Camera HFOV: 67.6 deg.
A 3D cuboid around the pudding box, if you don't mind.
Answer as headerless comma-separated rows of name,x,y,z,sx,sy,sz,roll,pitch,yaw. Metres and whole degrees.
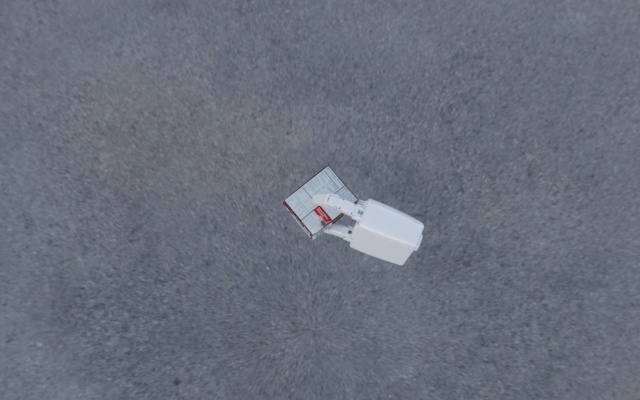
pudding box,0.000,0.003,0.885,0.113,0.090,0.039,-38,-10,-10
